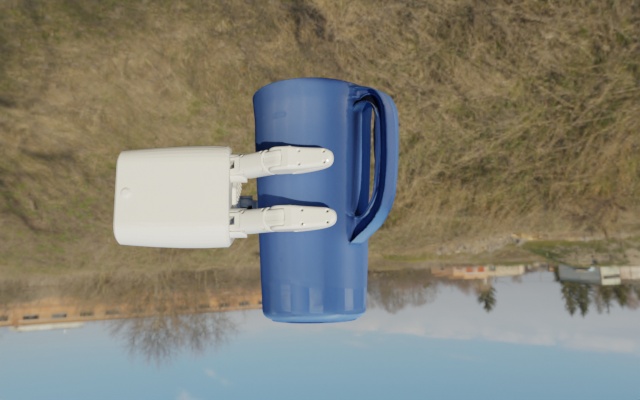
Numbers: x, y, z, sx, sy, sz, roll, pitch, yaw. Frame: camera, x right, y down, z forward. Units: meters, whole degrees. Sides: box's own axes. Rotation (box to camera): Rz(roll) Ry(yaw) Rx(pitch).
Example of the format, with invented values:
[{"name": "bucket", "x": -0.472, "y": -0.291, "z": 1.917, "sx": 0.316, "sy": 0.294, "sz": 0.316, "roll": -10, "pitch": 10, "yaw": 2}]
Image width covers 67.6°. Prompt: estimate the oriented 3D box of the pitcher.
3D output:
[{"name": "pitcher", "x": 0.000, "y": 0.002, "z": 0.503, "sx": 0.145, "sy": 0.243, "sz": 0.149, "roll": 0, "pitch": -9, "yaw": -3}]
